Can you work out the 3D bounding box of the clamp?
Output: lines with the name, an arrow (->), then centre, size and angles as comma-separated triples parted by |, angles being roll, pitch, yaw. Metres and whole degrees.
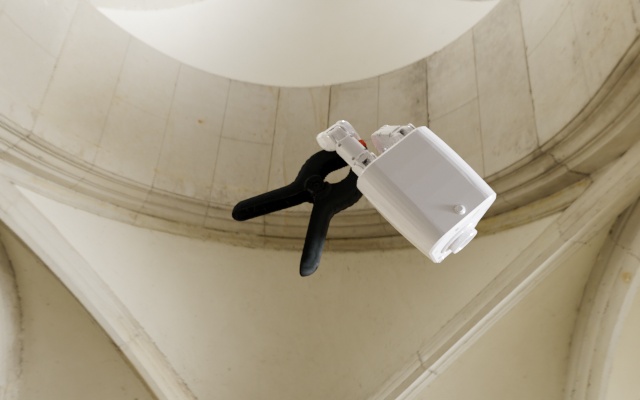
clamp -> 0.000, 0.002, 0.529 | 0.171, 0.120, 0.039 | -38, -23, -12
